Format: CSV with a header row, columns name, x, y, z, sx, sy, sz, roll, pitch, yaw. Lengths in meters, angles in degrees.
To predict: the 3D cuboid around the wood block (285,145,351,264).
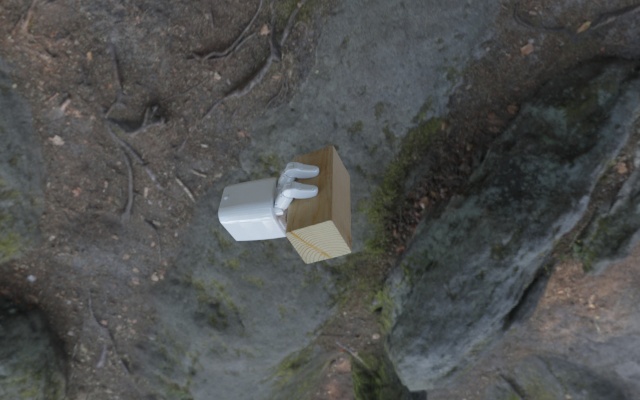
name,x,y,z,sx,sy,sz,roll,pitch,yaw
wood block,0.000,0.003,0.893,0.090,0.206,0.091,-17,-49,17
